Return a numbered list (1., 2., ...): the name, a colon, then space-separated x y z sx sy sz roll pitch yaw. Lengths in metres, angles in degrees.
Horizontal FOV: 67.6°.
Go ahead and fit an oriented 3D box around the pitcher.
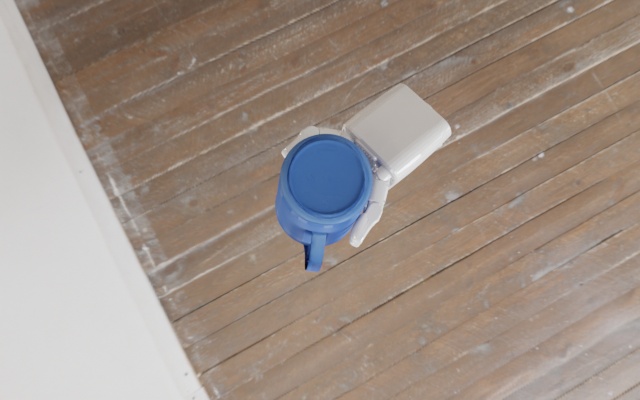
1. pitcher: 0.000 0.002 0.657 0.145 0.149 0.243 -38 -5 -8
